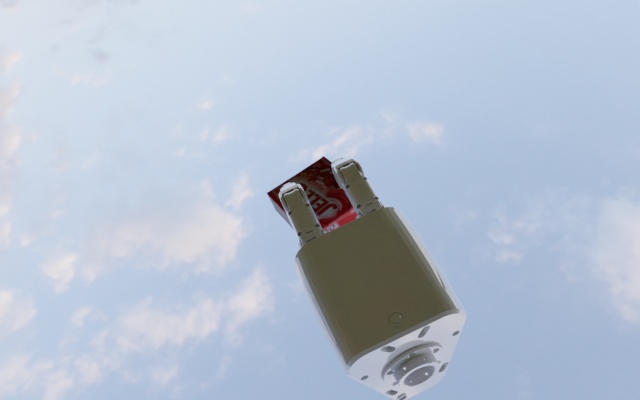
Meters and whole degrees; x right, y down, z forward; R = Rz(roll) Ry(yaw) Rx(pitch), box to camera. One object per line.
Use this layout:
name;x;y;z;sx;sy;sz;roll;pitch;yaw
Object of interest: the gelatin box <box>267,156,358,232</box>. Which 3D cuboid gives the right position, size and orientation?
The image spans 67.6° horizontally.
gelatin box;0.000;0.002;0.470;0.073;0.030;0.089;-34;43;-13
